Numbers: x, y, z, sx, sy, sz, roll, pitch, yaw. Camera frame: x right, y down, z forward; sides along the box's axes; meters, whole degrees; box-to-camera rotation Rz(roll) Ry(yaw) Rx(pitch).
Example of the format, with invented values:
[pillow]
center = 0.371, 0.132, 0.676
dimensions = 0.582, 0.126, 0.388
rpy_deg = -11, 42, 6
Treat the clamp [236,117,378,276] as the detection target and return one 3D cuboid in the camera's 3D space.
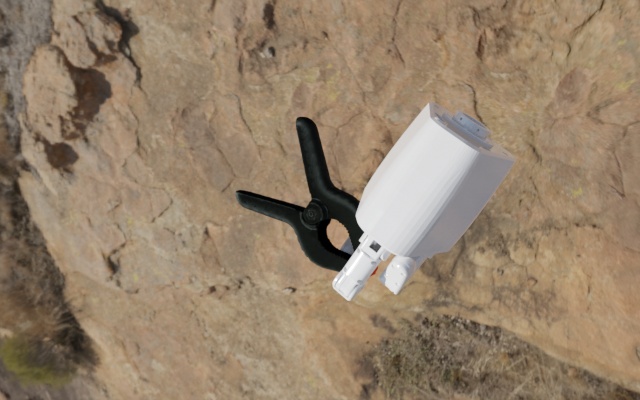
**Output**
[clamp]
center = 0.000, 0.002, 0.479
dimensions = 0.171, 0.120, 0.039
rpy_deg = 39, 24, 15
